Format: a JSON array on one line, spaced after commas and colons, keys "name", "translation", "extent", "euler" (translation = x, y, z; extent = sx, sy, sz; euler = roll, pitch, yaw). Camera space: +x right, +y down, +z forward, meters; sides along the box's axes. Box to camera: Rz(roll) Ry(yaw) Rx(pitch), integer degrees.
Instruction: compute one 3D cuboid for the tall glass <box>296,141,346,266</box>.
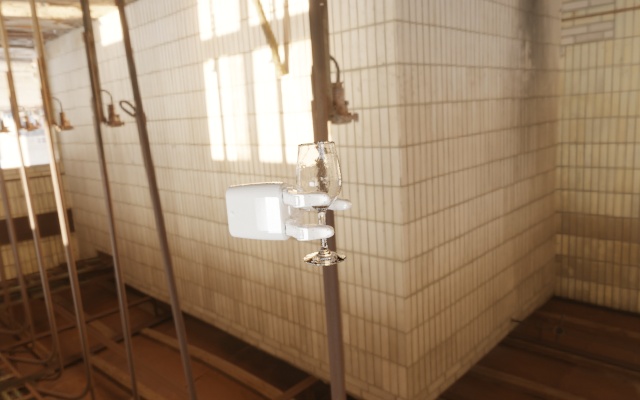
[{"name": "tall glass", "translation": [0.000, 0.003, 0.806], "extent": [0.079, 0.201, 0.079], "euler": [-4, 10, 1]}]
